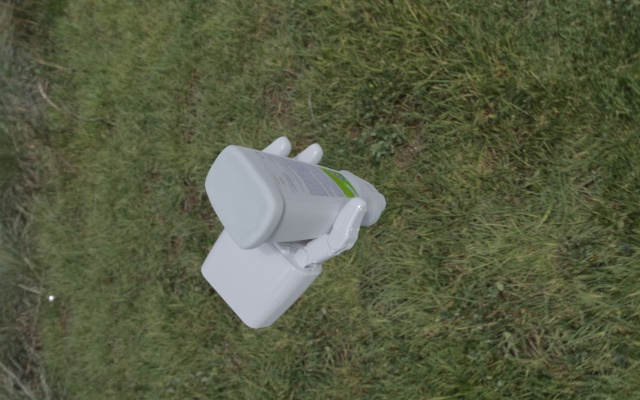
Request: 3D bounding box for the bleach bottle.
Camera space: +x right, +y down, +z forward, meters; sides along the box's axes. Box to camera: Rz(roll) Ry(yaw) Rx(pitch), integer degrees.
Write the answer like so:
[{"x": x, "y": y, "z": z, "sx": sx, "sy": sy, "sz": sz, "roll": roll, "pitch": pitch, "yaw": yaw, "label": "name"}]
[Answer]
[{"x": 0.000, "y": 0.002, "z": 0.534, "sx": 0.251, "sy": 0.068, "sz": 0.102, "roll": 6, "pitch": 39, "yaw": -50, "label": "bleach bottle"}]
